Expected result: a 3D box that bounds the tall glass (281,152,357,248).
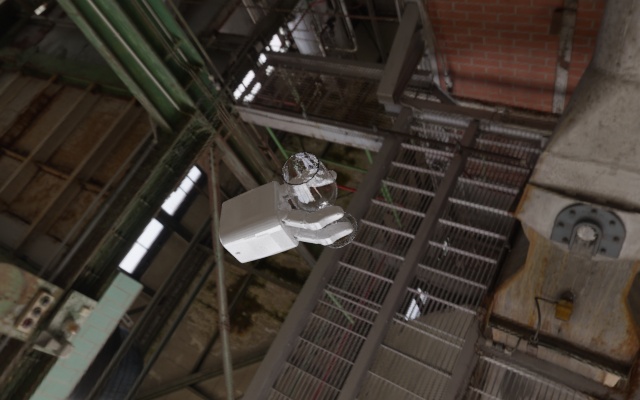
[{"bbox_3d":[0.000,0.003,0.796,0.079,0.079,0.201,0,-31,21],"label":"tall glass"}]
